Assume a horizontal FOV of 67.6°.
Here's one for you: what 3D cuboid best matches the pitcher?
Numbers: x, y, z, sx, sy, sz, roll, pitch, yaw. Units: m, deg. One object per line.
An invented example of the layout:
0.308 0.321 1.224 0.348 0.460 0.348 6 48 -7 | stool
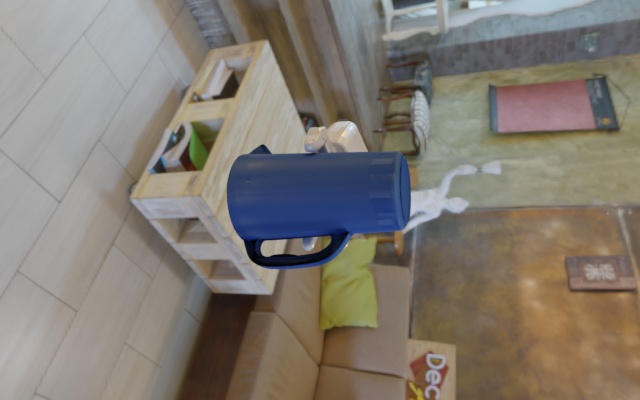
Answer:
0.000 0.002 0.677 0.243 0.149 0.145 -2 27 19 | pitcher
